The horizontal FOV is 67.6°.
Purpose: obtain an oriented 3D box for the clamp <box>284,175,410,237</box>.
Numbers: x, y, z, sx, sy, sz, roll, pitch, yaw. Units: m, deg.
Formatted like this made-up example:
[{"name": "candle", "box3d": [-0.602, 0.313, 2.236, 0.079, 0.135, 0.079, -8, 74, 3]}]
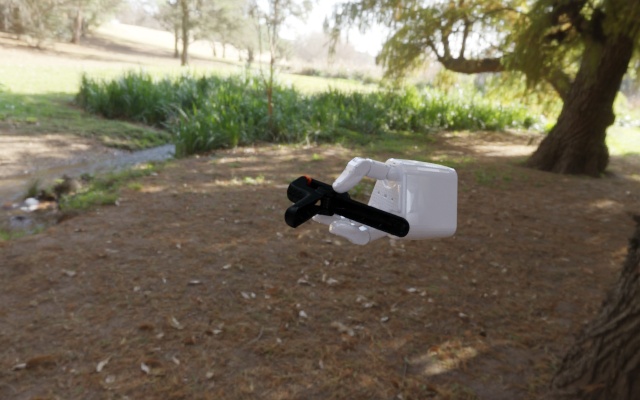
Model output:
[{"name": "clamp", "box3d": [0.000, 0.001, 0.656, 0.164, 0.036, 0.210, 6, 14, -28]}]
